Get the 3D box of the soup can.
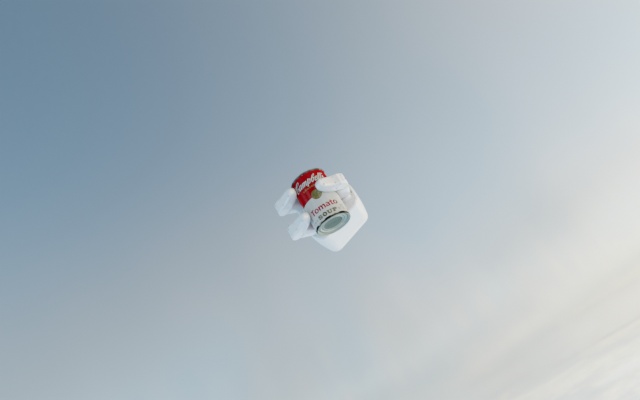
[{"bbox_3d":[0.000,0.003,0.839,0.068,0.102,0.068,-24,-28,-13],"label":"soup can"}]
